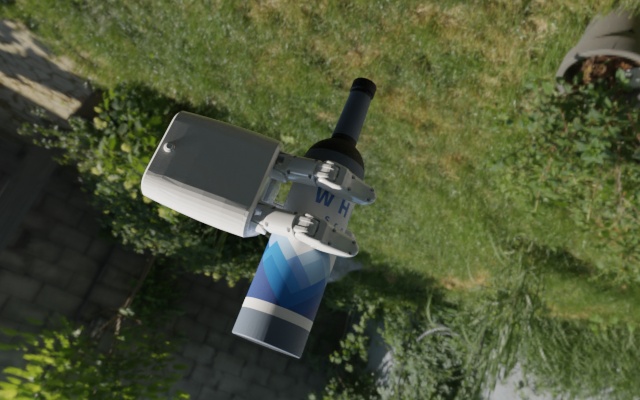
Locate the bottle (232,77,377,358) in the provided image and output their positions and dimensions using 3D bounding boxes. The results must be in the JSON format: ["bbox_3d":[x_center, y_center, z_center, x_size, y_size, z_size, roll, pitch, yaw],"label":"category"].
[{"bbox_3d":[0.000,0.002,0.480,0.069,0.295,0.069,18,-20,7],"label":"bottle"}]
